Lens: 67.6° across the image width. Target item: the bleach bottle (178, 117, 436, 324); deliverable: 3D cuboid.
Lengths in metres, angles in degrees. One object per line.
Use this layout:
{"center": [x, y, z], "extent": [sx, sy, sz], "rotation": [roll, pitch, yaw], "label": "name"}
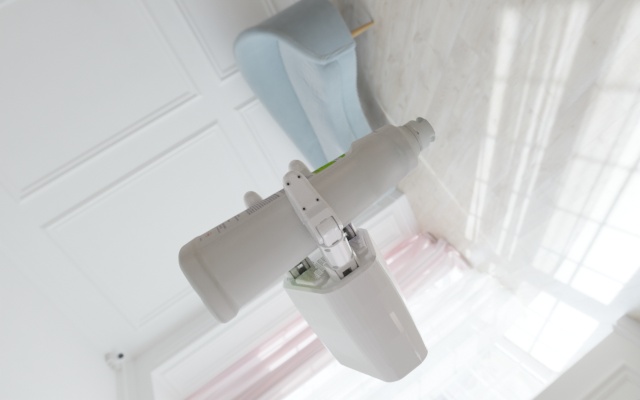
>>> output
{"center": [0.000, 0.001, 0.423], "extent": [0.251, 0.068, 0.102], "rotation": [-34, 11, -10], "label": "bleach bottle"}
